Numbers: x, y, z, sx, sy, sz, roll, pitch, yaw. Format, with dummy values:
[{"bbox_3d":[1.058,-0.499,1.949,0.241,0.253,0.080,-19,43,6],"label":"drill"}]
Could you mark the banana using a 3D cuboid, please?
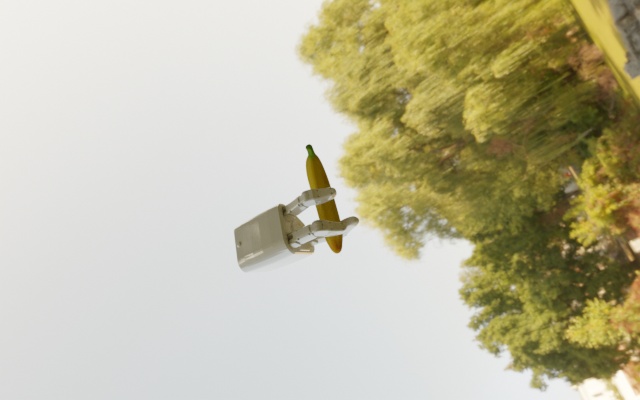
[{"bbox_3d":[0.004,0.001,0.857,0.037,0.197,0.069,-19,-8,14],"label":"banana"}]
